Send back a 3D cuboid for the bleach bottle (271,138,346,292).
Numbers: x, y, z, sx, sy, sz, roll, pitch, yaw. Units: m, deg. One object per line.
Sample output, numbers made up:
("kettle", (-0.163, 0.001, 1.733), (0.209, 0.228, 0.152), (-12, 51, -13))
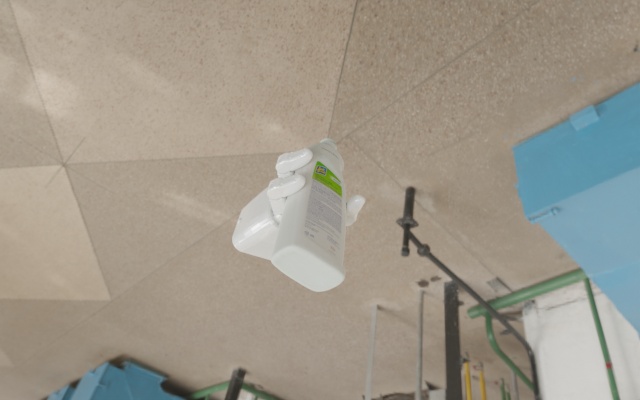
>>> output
("bleach bottle", (0.000, 0.002, 0.707), (0.102, 0.250, 0.068), (37, -48, -24))
